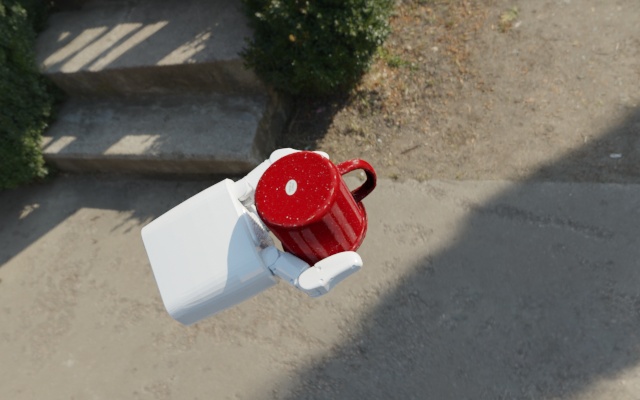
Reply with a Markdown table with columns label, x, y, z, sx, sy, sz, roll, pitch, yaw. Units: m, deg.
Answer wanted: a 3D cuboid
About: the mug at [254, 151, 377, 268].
| label | x | y | z | sx | sy | sz | roll | pitch | yaw |
| --- | --- | --- | --- | --- | --- | --- | --- | --- | --- |
| mug | 0.001 | 0.001 | 0.448 | 0.117 | 0.093 | 0.081 | -30 | -35 | 3 |
